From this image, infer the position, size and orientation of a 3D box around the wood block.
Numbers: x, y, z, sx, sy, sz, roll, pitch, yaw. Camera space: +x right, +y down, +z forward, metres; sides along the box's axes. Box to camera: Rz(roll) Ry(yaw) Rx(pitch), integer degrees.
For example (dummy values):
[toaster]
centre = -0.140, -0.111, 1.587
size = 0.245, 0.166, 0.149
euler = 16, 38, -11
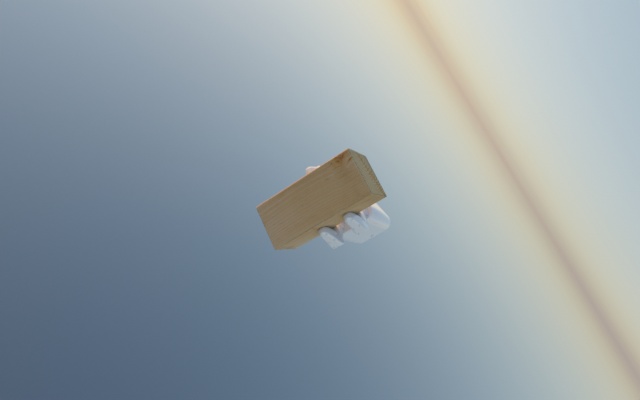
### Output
[wood block]
centre = 0.000, 0.003, 0.863
size = 0.206, 0.090, 0.090
euler = -32, -16, 20
